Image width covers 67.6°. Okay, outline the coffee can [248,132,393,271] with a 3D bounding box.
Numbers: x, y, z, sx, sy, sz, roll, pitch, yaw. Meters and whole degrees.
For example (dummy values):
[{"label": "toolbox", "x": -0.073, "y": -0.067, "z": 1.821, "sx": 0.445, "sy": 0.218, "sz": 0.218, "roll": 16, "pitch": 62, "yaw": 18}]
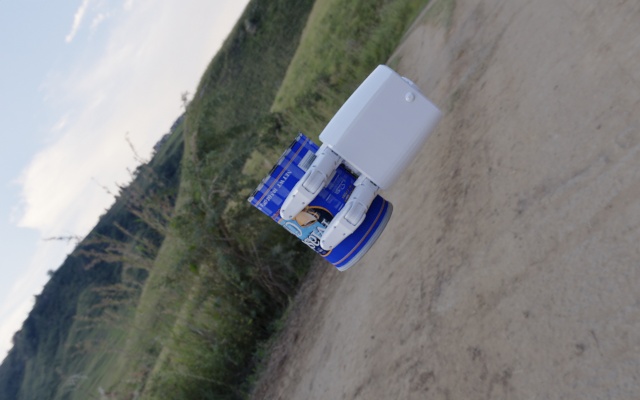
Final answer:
[{"label": "coffee can", "x": 0.000, "y": 0.002, "z": 0.570, "sx": 0.140, "sy": 0.103, "sz": 0.103, "roll": 38, "pitch": -5, "yaw": -7}]
